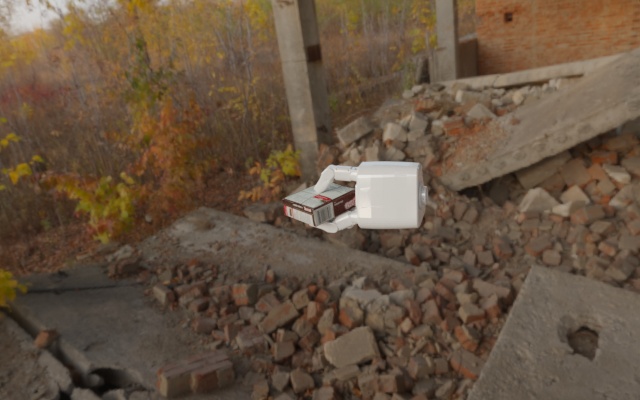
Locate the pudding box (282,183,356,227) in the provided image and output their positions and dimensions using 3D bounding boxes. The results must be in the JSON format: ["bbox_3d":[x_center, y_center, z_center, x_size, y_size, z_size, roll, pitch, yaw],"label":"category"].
[{"bbox_3d":[0.000,0.003,0.892,0.113,0.039,0.090,-23,27,-37],"label":"pudding box"}]
